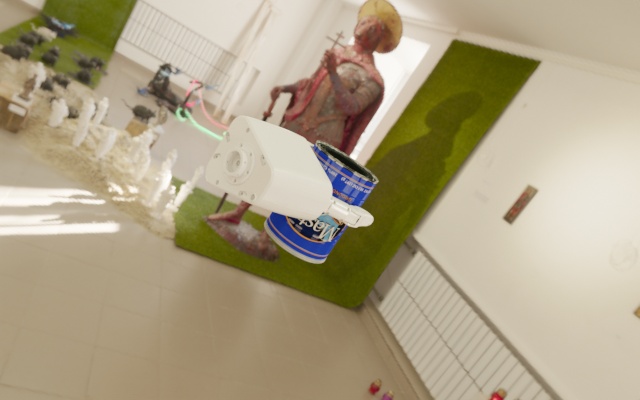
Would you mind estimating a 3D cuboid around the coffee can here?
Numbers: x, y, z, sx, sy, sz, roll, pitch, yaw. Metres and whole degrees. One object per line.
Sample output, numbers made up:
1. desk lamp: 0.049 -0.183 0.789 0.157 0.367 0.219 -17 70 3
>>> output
1. coffee can: 0.000 0.002 0.669 0.103 0.140 0.102 31 14 -8
